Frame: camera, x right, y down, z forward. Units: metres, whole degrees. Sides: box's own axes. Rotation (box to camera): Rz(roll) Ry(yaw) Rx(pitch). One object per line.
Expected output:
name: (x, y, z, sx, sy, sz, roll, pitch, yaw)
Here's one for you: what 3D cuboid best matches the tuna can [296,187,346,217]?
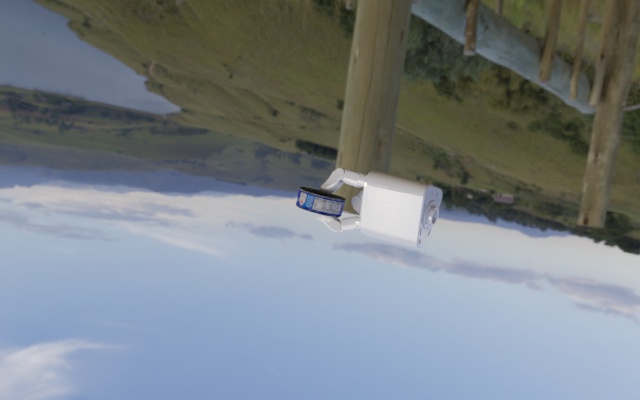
tuna can: (0.000, 0.003, 0.848, 0.086, 0.034, 0.086, 14, 6, -2)
